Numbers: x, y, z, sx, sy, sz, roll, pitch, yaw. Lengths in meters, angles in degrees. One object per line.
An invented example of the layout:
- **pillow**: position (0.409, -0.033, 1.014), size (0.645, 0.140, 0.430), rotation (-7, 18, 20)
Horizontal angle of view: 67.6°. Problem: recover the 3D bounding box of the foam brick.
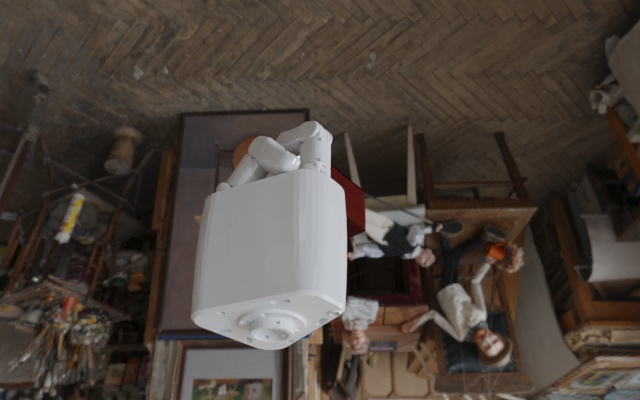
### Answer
- **foam brick**: position (0.000, 0.002, 0.452), size (0.053, 0.051, 0.078), rotation (-27, -44, 30)
